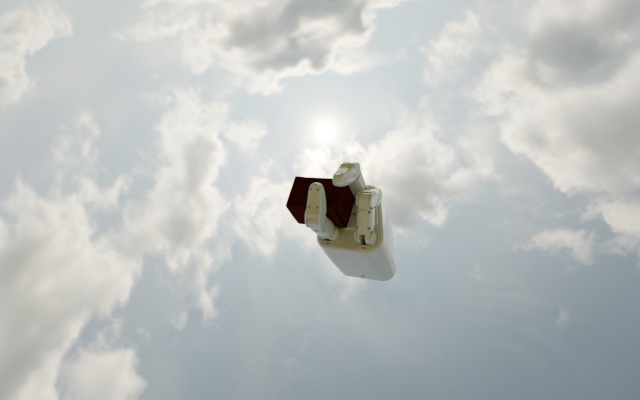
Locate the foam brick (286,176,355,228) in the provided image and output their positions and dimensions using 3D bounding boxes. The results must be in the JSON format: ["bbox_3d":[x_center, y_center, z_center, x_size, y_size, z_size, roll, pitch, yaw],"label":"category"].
[{"bbox_3d":[0.000,0.002,0.671,0.078,0.053,0.051,5,-30,26],"label":"foam brick"}]
